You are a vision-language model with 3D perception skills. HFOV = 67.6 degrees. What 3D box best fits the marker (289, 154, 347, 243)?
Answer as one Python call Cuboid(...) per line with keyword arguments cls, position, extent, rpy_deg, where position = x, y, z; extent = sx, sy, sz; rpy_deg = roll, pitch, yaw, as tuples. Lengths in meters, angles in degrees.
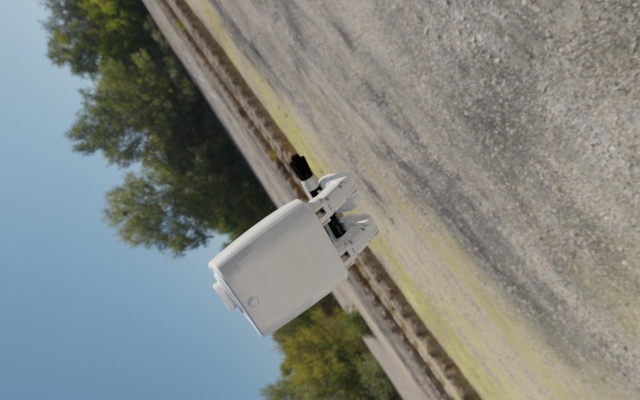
Cuboid(cls="marker", position=(0.000, 0.002, 0.532), extent=(0.020, 0.121, 0.020), rpy_deg=(-26, 19, 10))
